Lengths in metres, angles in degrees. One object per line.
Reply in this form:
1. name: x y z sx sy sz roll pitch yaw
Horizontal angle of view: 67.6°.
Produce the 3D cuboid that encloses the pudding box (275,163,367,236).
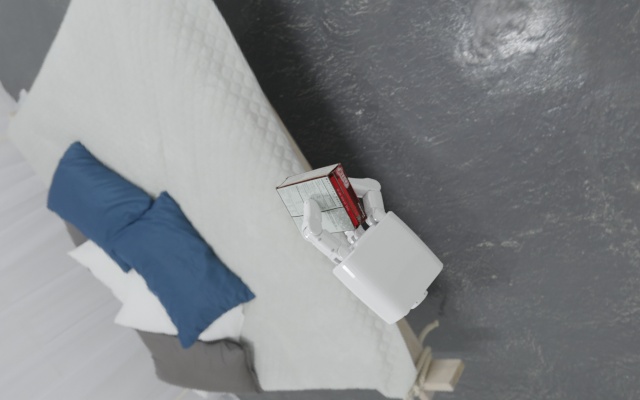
1. pudding box: 0.000 0.002 0.682 0.113 0.090 0.039 -12 22 42
